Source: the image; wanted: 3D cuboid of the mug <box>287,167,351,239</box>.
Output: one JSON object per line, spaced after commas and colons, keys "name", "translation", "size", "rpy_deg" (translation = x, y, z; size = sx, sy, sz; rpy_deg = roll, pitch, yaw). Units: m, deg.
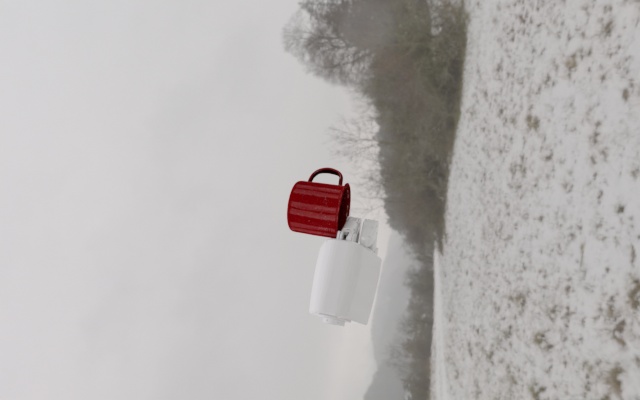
{"name": "mug", "translation": [0.000, 0.001, 0.742], "size": [0.081, 0.117, 0.093], "rpy_deg": [8, -17, 13]}
